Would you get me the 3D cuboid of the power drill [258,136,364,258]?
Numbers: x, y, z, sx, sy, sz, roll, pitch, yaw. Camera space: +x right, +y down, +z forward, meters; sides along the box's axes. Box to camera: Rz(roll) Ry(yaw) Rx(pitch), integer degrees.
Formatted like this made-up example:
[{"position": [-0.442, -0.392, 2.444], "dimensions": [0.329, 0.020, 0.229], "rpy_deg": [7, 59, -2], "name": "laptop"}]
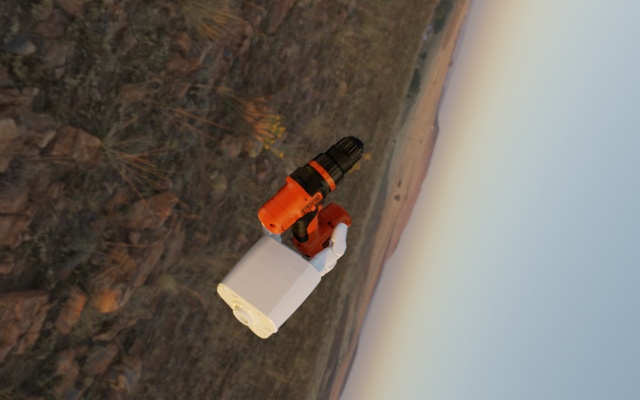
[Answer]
[{"position": [0.000, 0.003, 0.735], "dimensions": [0.057, 0.184, 0.188], "rpy_deg": [45, -11, 26], "name": "power drill"}]
